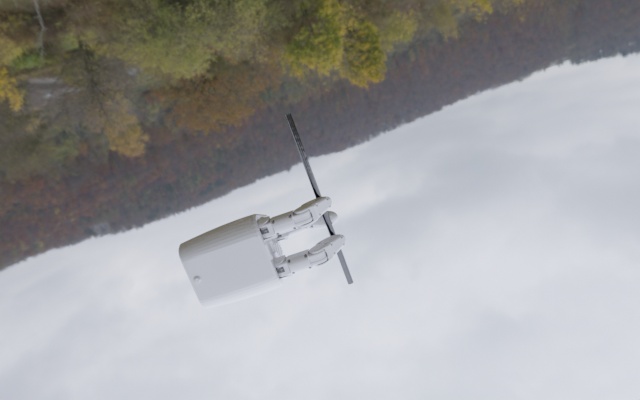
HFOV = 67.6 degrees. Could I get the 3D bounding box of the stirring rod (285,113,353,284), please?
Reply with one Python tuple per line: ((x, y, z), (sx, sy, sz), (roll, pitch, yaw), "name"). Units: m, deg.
((0.000, 0.002, 0.622), (0.011, 0.239, 0.011), (-19, 13, 5), "stirring rod")
